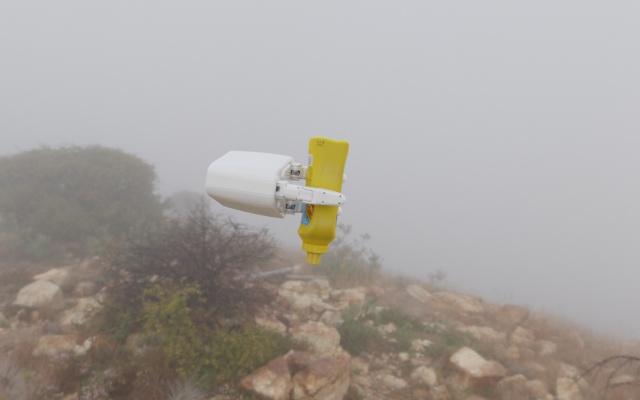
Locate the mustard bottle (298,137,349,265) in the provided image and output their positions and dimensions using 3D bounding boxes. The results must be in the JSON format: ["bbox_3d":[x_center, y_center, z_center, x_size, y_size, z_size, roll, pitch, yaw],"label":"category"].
[{"bbox_3d":[0.000,0.002,0.723,0.058,0.191,0.096,7,5,-14],"label":"mustard bottle"}]
